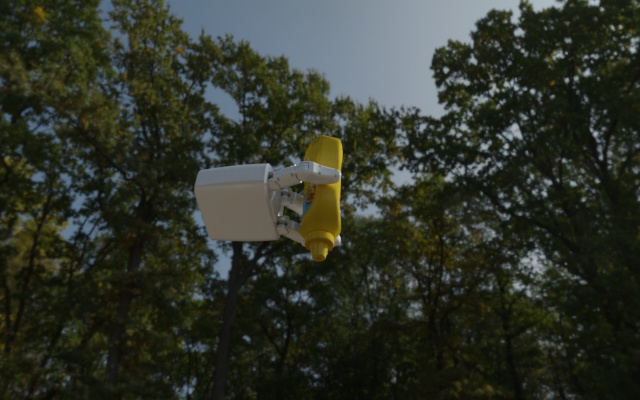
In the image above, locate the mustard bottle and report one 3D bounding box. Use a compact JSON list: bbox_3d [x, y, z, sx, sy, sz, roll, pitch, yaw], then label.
[{"bbox_3d":[0.000,0.002,0.703,0.058,0.191,0.096,12,-38,-11],"label":"mustard bottle"}]
